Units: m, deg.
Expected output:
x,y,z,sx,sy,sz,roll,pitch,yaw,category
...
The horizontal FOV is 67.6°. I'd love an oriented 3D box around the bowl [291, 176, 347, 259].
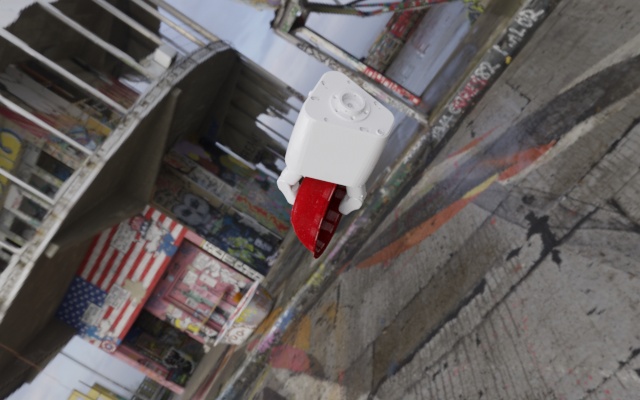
x,y,z,sx,sy,sz,roll,pitch,yaw,category
-0.001,0.003,0.709,0.055,0.162,0.162,21,4,11,bowl
